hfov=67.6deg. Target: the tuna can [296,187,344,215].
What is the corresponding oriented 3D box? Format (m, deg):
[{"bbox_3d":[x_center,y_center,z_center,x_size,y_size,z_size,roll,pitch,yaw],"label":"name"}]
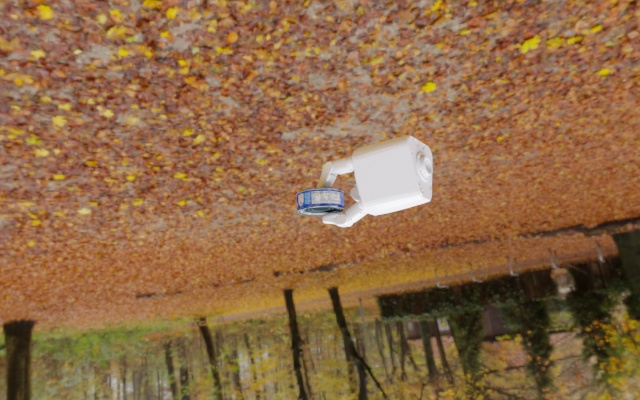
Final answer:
[{"bbox_3d":[0.000,0.003,0.852,0.086,0.033,0.086,-3,-12,-1],"label":"tuna can"}]
